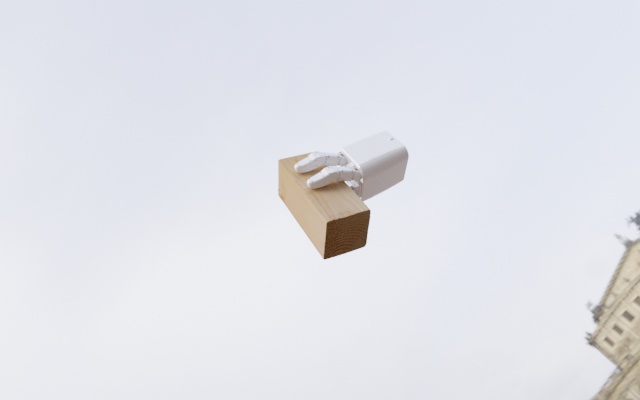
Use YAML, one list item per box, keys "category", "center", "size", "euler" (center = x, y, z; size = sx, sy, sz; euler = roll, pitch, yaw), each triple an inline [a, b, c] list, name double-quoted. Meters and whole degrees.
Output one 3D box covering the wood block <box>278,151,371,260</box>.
- category: "wood block"
  center: [0.000, 0.003, 0.900]
  size: [0.090, 0.091, 0.206]
  euler: [-15, 41, -22]
